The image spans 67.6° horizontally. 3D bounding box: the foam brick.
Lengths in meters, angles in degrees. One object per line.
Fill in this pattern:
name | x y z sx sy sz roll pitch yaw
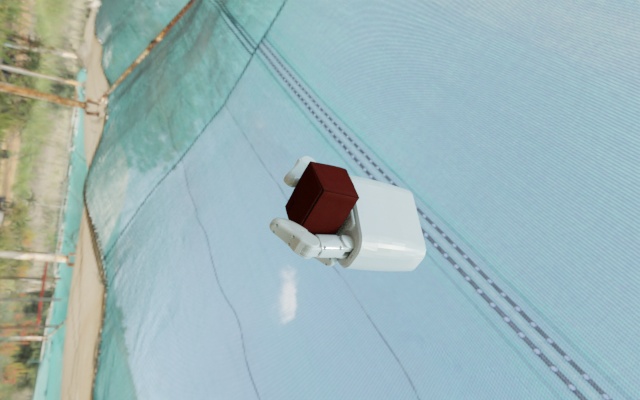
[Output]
foam brick | 0.000 0.002 0.561 0.051 0.078 0.053 9 40 -29
